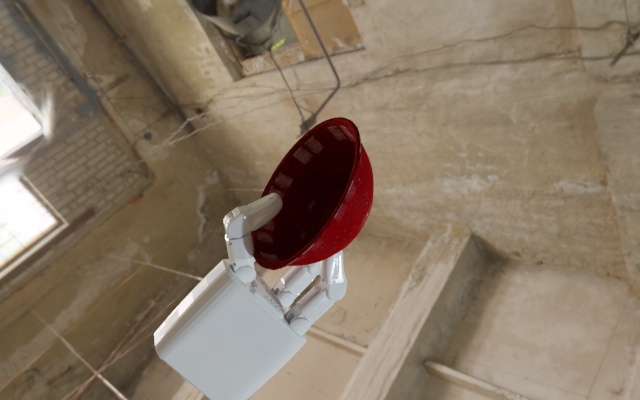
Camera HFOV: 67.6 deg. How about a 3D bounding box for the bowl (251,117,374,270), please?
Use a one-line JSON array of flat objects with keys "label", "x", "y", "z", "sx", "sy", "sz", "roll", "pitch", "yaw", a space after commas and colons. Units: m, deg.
[{"label": "bowl", "x": 0.001, "y": 0.001, "z": 0.464, "sx": 0.055, "sy": 0.162, "sz": 0.162, "roll": 30, "pitch": -16, "yaw": -28}]
